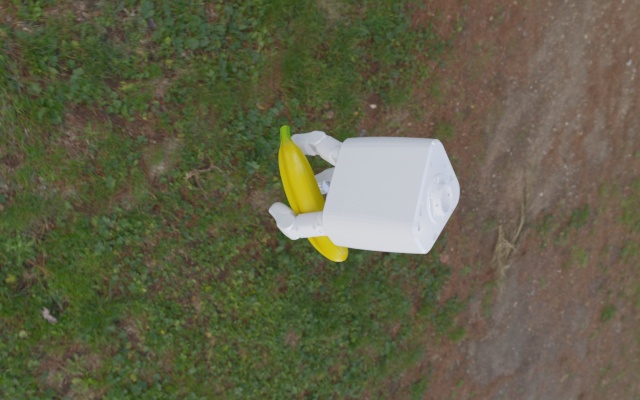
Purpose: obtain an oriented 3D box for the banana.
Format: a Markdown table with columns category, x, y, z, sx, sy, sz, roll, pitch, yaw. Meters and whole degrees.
| category | x | y | z | sx | sy | sz | roll | pitch | yaw |
| --- | --- | --- | --- | --- | --- | --- | --- | --- | --- |
| banana | -0.006 | 0.009 | 0.571 | 0.037 | 0.198 | 0.069 | -11 | 28 | 23 |
